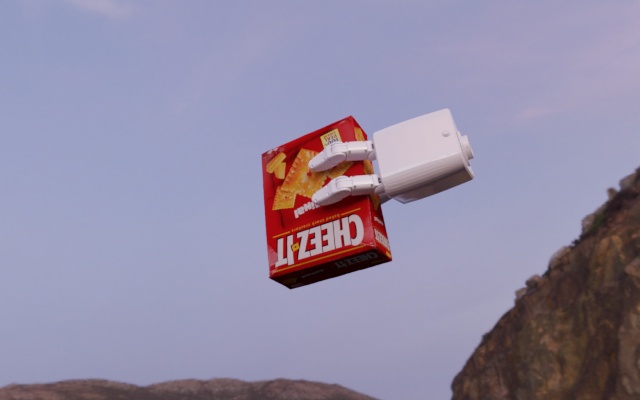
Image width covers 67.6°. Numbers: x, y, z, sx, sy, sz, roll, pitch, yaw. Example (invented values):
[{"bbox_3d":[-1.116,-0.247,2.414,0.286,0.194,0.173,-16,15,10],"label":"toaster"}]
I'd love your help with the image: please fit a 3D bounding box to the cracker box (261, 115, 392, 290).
[{"bbox_3d":[0.000,0.002,0.698,0.164,0.213,0.072,-19,-31,21],"label":"cracker box"}]
